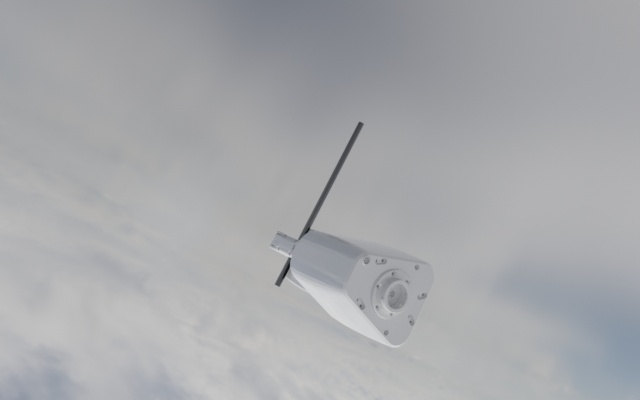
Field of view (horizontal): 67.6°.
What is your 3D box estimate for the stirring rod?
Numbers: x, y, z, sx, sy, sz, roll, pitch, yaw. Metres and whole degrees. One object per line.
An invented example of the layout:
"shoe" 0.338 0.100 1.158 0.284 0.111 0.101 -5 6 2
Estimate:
"stirring rod" 0.000 0.002 0.620 0.011 0.239 0.011 27 -9 5
